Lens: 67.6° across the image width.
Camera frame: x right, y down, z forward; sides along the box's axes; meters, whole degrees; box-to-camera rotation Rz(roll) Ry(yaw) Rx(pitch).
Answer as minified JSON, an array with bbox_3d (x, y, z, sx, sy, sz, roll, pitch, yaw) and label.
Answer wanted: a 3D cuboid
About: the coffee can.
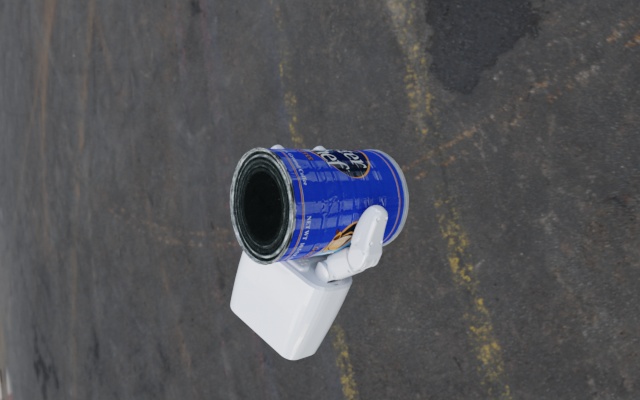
[{"bbox_3d":[0.000,0.001,0.458,0.140,0.103,0.103,-4,2,-39],"label":"coffee can"}]
